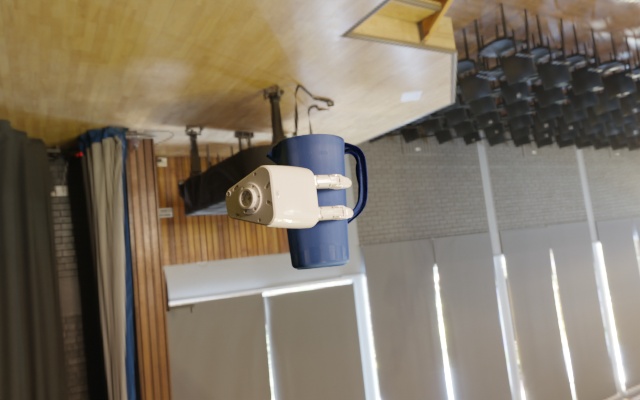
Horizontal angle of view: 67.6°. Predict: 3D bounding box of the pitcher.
[{"bbox_3d":[0.000,0.003,0.897,0.149,0.243,0.145,-10,-8,33],"label":"pitcher"}]
